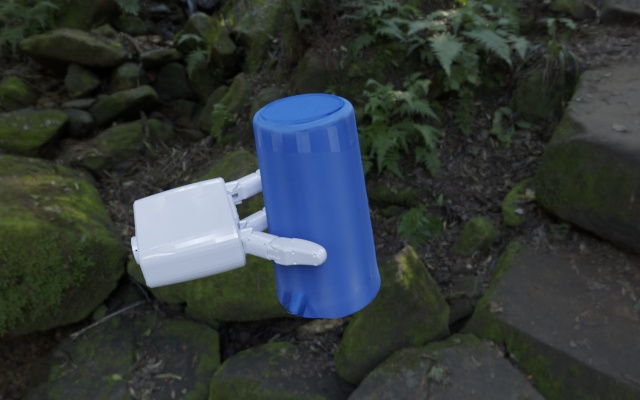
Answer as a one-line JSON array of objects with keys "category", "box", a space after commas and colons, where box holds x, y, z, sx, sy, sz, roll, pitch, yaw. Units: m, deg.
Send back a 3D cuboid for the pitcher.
[{"category": "pitcher", "box": [0.000, 0.002, 0.565, 0.145, 0.243, 0.149, -13, 29, -10]}]
